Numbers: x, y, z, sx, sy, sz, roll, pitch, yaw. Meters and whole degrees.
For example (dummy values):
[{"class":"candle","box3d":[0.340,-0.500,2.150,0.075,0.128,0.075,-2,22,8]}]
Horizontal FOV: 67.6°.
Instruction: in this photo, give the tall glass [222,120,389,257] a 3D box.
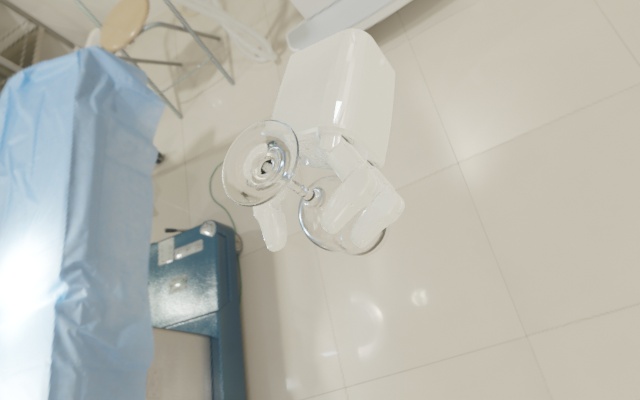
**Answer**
[{"class":"tall glass","box3d":[0.000,0.001,0.455,0.079,0.079,0.201,0,-19,31]}]
